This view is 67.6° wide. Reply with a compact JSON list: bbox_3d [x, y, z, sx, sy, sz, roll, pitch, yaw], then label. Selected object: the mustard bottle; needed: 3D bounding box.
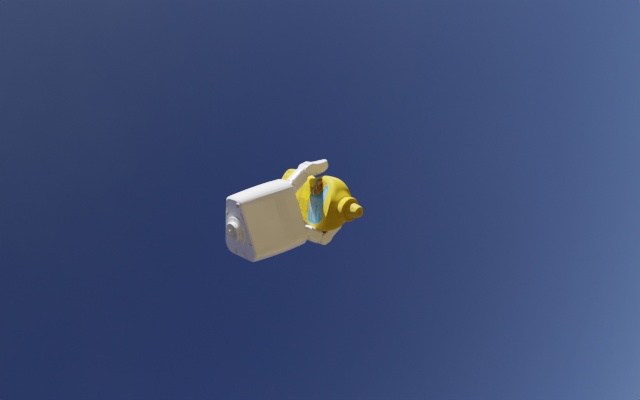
[{"bbox_3d":[0.000,0.003,0.852,0.058,0.096,0.191,12,1,-43],"label":"mustard bottle"}]
